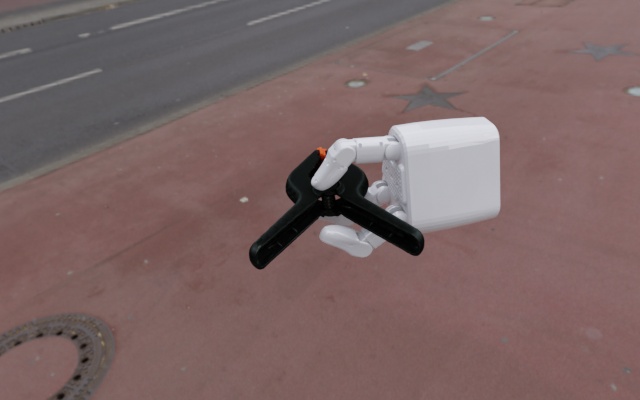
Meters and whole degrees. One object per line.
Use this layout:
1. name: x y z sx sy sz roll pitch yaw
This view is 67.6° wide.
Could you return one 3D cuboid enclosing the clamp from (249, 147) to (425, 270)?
1. clamp: 0.000 0.001 0.518 0.164 0.036 0.209 -8 33 -8
